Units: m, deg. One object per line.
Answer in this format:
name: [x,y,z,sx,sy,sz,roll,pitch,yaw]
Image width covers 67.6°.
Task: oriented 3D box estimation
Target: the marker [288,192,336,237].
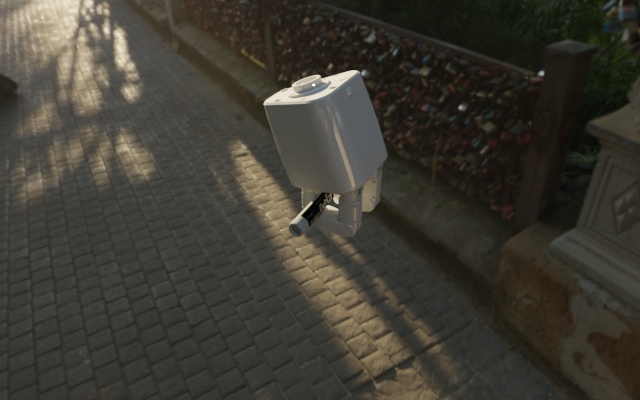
marker: [0.000,0.002,0.572,0.020,0.020,0.121,0,31,33]
